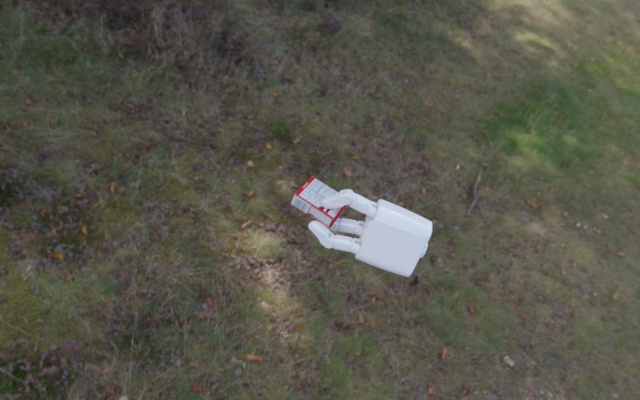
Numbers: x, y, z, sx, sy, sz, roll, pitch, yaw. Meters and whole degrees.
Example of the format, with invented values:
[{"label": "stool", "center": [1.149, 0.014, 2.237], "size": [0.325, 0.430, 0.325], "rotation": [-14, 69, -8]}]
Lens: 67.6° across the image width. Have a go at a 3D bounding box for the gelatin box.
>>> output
[{"label": "gelatin box", "center": [0.000, 0.002, 0.895], "size": [0.089, 0.030, 0.073], "rotation": [33, 41, 7]}]
